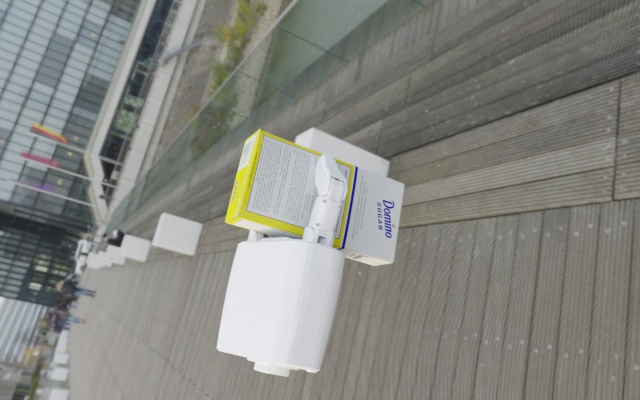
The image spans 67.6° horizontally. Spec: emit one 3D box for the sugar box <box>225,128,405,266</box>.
[{"bbox_3d":[0.000,0.002,0.494,0.176,0.093,0.048,20,-20,-25],"label":"sugar box"}]
